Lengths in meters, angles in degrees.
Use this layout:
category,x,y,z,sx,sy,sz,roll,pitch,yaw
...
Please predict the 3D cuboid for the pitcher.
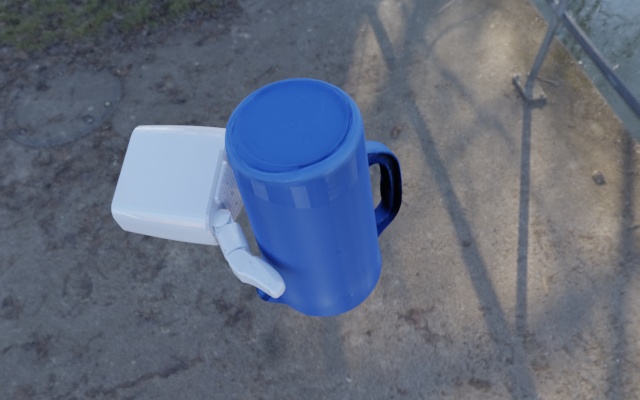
category,x,y,z,sx,sy,sz,roll,pitch,yaw
pitcher,0.000,0.002,0.460,0.145,0.149,0.243,8,-32,12
